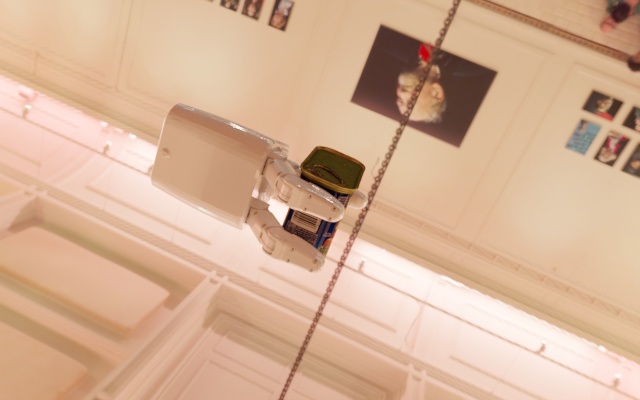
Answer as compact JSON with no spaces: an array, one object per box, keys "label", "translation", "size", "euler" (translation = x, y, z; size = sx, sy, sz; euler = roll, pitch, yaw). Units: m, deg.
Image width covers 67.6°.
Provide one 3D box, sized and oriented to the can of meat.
[{"label":"can of meat","translation":[0.000,0.002,0.480],"size":[0.057,0.084,0.102],"euler":[23,22,2]}]
